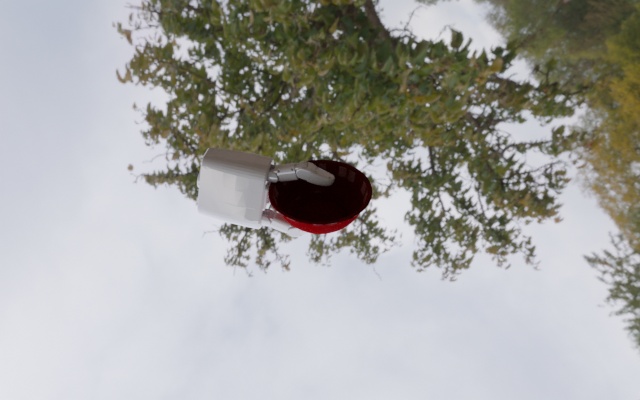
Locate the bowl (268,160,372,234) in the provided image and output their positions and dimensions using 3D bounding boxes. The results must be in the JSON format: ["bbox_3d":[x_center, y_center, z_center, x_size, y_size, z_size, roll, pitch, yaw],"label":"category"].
[{"bbox_3d":[0.001,0.003,0.754,0.162,0.055,0.162,-1,39,1],"label":"bowl"}]
